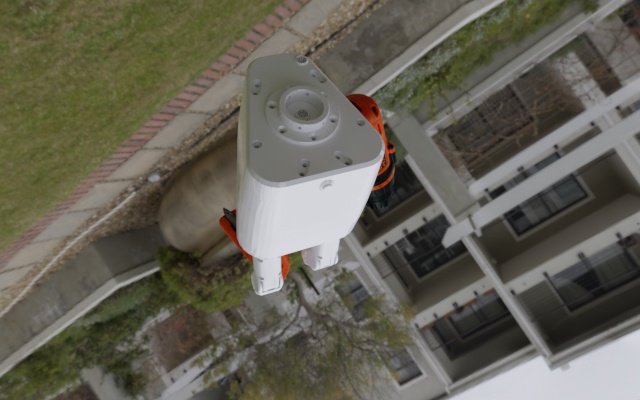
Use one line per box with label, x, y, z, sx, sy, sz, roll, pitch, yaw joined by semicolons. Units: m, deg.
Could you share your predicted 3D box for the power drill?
power drill;0.000;0.002;0.495;0.057;0.187;0.184;42;-11;31
